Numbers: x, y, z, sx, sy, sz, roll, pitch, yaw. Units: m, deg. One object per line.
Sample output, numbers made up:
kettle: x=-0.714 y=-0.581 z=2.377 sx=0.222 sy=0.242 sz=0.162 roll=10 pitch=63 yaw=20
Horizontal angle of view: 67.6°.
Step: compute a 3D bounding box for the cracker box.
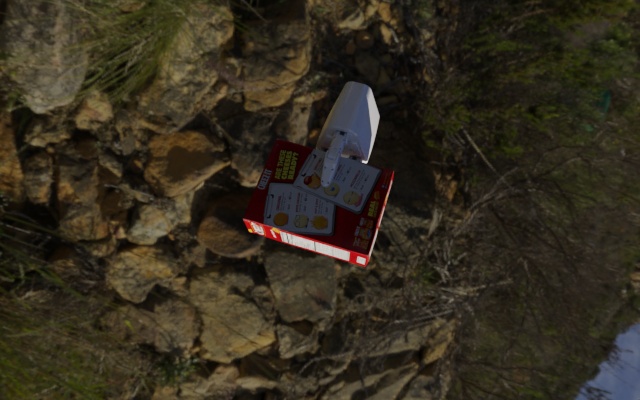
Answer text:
cracker box: x=0.000 y=0.003 z=0.815 sx=0.213 sy=0.164 sz=0.072 roll=16 pitch=-24 yaw=9
